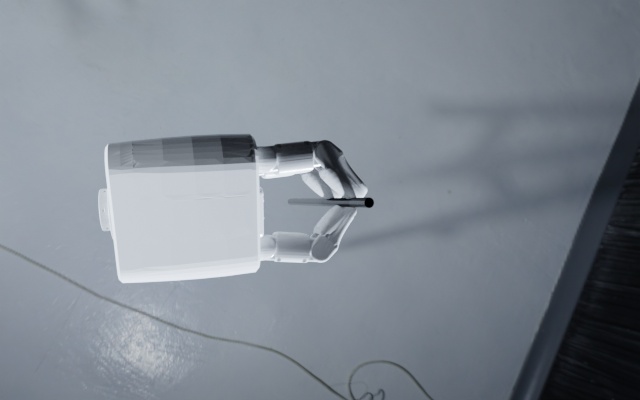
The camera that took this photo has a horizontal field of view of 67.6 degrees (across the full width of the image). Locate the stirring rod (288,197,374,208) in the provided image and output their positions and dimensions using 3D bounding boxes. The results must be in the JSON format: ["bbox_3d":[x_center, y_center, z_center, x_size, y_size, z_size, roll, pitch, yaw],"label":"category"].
[{"bbox_3d":[0.000,0.002,0.472,0.011,0.011,0.239,0,0,-18],"label":"stirring rod"}]
